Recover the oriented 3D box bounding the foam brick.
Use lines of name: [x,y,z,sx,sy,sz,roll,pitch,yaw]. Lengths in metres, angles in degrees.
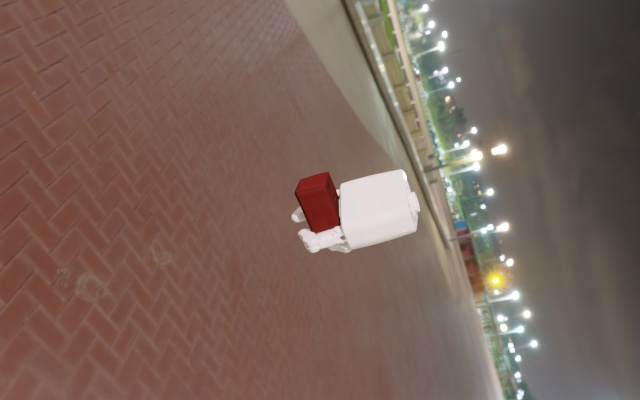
foam brick: [0.000,0.002,0.758,0.051,0.078,0.053,-15,26,17]
